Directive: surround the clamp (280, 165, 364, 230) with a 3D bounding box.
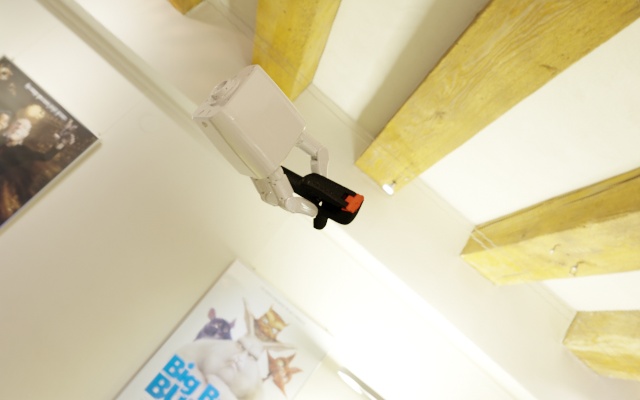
[{"bbox_3d":[0.001,0.002,0.705,0.165,0.036,0.210,48,-19,-31],"label":"clamp"}]
